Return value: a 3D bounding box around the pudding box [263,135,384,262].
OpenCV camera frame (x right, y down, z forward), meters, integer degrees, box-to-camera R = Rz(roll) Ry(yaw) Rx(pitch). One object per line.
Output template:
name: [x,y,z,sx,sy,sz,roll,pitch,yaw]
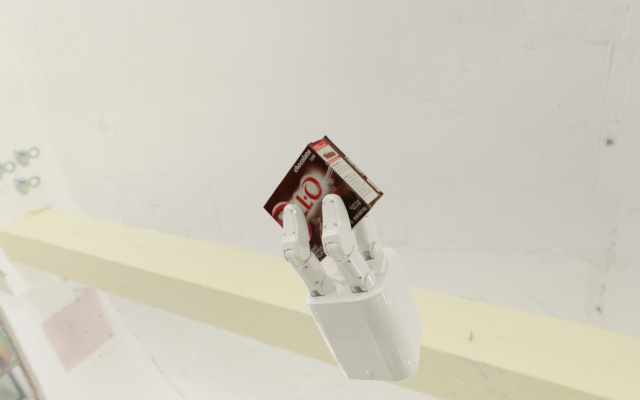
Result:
pudding box: [0.000,0.002,0.506,0.039,0.090,0.113,-37,-10,-50]
